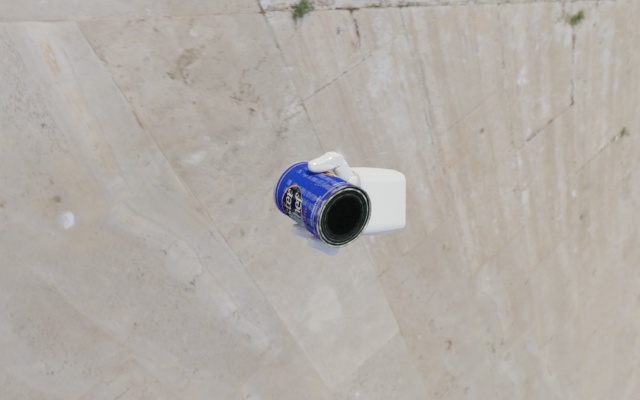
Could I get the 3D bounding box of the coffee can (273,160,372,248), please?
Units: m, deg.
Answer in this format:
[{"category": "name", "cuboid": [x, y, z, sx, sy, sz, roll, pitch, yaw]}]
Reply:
[{"category": "coffee can", "cuboid": [0.000, 0.002, 0.777, 0.103, 0.103, 0.140, 0, 19, -35]}]
